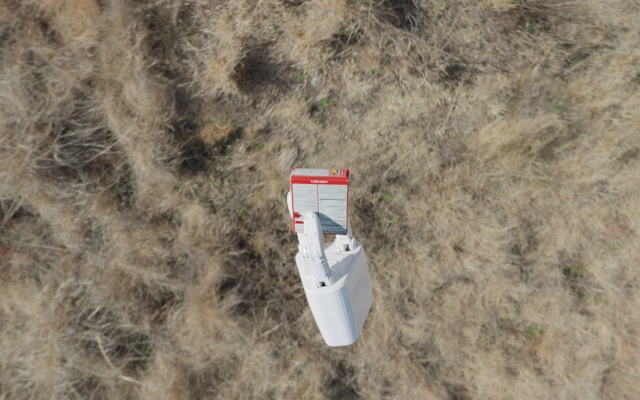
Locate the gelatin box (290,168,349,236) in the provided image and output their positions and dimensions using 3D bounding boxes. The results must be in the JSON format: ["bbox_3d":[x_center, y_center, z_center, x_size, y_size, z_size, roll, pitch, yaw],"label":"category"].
[{"bbox_3d":[0.000,0.002,0.622,0.073,0.089,0.030,2,34,5],"label":"gelatin box"}]
